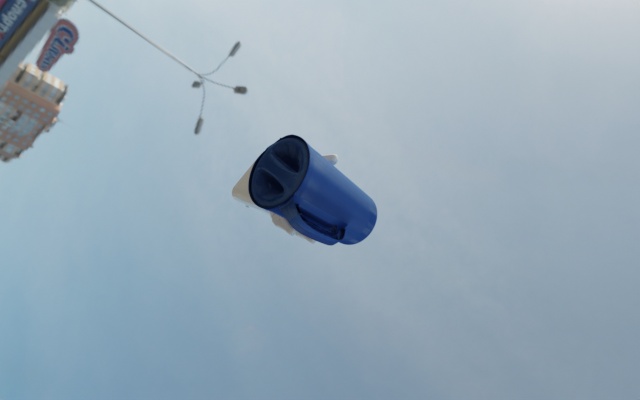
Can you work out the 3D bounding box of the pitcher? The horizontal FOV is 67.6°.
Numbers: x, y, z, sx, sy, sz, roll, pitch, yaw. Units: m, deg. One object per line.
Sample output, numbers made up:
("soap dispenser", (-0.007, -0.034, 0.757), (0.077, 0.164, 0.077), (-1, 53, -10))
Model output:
("pitcher", (0.000, 0.003, 0.853), (0.145, 0.149, 0.243), (13, -14, 44))
